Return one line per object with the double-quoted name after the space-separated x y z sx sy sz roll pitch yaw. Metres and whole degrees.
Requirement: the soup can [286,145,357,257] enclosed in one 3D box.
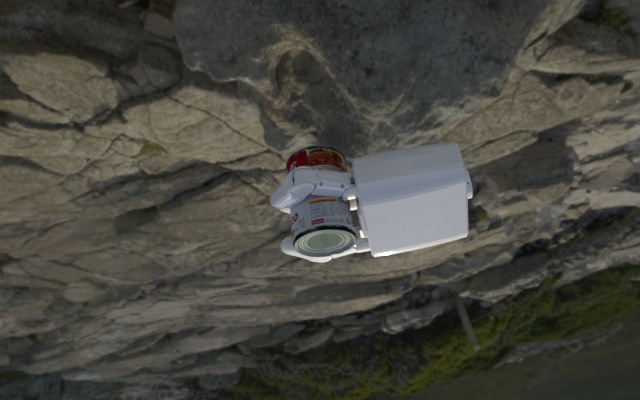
0.000 0.002 0.513 0.068 0.102 0.068 -5 -31 -3 "soup can"
